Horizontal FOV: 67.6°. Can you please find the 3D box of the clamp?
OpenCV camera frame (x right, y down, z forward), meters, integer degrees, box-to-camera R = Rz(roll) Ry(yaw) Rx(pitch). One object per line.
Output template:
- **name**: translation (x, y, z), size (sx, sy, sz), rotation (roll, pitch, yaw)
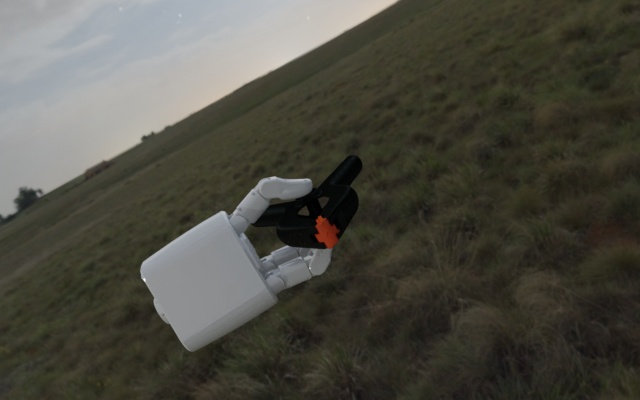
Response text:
- **clamp**: translation (0.000, 0.001, 0.540), size (0.164, 0.036, 0.210), rotation (-32, 16, -7)
